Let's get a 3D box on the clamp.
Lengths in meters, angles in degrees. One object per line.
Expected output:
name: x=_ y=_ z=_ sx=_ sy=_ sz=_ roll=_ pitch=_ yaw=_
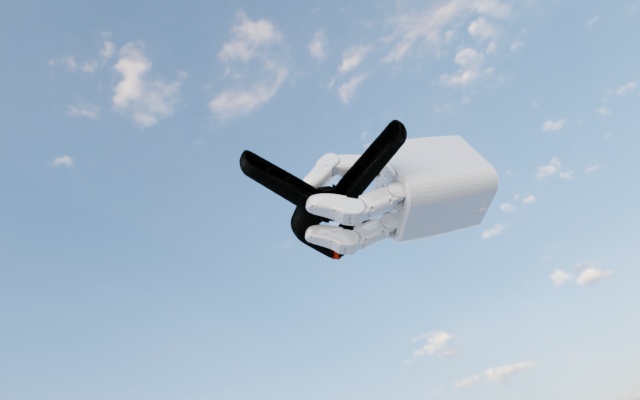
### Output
clamp: x=0.000 y=0.001 z=0.529 sx=0.164 sy=0.036 sz=0.210 roll=-7 pitch=-38 yaw=-8
